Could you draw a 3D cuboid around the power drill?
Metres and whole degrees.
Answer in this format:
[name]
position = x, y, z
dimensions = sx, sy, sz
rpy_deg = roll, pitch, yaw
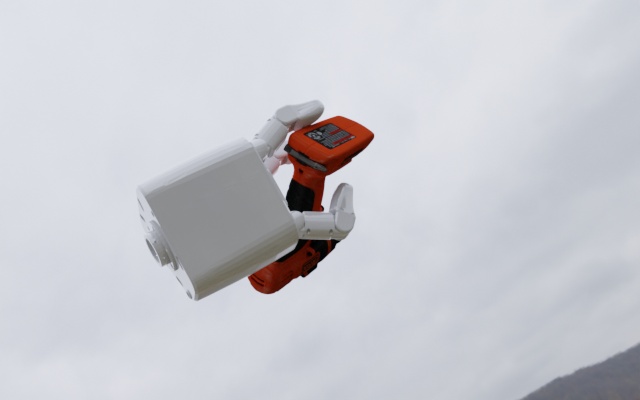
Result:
[power drill]
position = 0.000, 0.001, 0.545
dimensions = 0.057, 0.188, 0.184
rpy_deg = 29, 34, 20
